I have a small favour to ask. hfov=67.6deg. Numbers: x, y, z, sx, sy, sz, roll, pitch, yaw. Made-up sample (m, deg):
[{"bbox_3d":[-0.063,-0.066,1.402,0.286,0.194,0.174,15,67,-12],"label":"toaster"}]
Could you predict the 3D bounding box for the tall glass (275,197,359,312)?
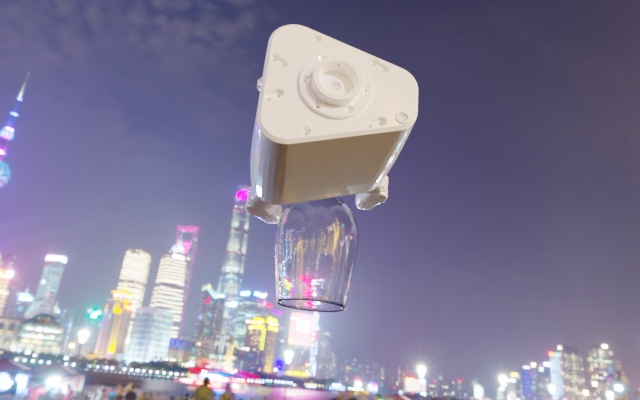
[{"bbox_3d":[0.000,0.001,0.460,0.079,0.201,0.079,5,-21,2],"label":"tall glass"}]
